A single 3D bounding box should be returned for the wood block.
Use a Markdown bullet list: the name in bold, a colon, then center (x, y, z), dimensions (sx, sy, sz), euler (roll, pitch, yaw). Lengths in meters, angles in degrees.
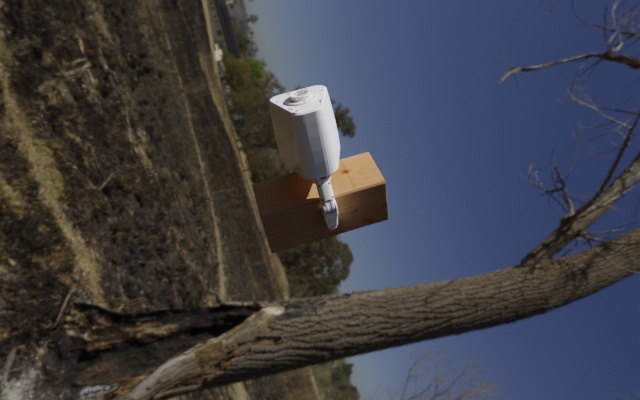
- **wood block**: center (0.000, 0.002, 0.805), dimensions (0.206, 0.090, 0.090), euler (-16, 42, -5)
